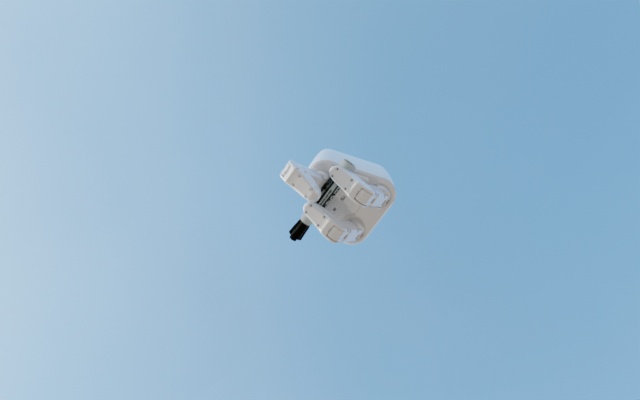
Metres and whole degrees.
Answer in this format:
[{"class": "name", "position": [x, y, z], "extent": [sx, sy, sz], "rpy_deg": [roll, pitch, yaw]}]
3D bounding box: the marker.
[{"class": "marker", "position": [0.000, 0.002, 0.582], "extent": [0.020, 0.121, 0.020], "rpy_deg": [34, 16, -11]}]
